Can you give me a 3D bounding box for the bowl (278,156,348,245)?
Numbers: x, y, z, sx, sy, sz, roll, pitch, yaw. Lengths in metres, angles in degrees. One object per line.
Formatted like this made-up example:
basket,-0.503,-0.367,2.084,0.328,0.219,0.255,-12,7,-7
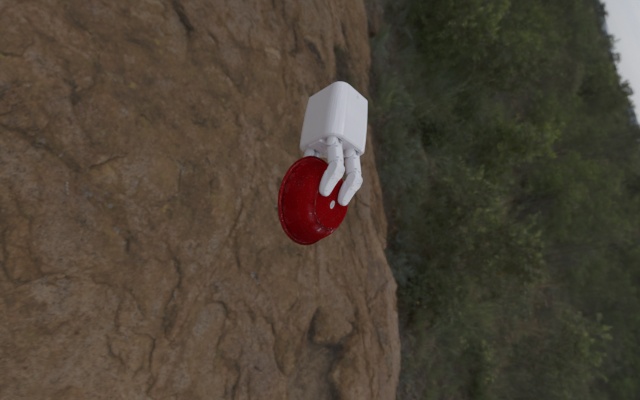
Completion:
bowl,0.000,0.004,0.842,0.055,0.162,0.162,7,5,41
